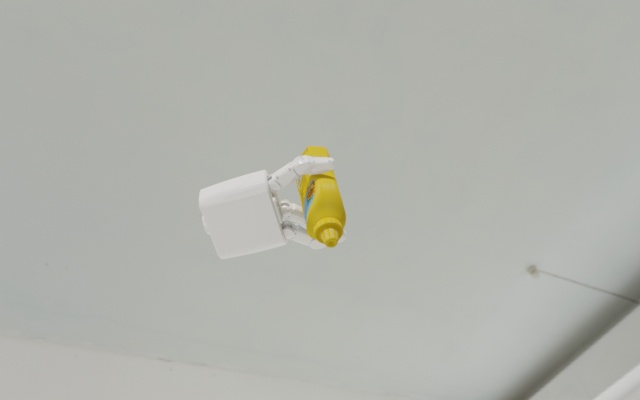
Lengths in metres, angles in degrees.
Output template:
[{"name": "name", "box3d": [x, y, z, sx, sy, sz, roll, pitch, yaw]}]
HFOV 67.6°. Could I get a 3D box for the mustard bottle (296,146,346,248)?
[{"name": "mustard bottle", "box3d": [0.000, 0.002, 0.727, 0.058, 0.096, 0.191, 4, 35, -13]}]
